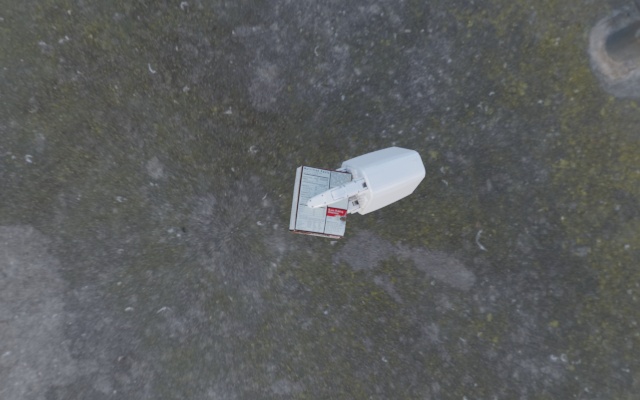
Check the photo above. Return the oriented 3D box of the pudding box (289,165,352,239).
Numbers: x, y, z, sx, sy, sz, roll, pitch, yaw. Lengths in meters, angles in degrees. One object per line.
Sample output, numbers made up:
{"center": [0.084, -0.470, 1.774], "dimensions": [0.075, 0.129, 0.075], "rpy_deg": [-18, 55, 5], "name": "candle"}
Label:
{"center": [0.000, 0.003, 0.798], "dimensions": [0.090, 0.113, 0.039], "rpy_deg": [9, -8, -15], "name": "pudding box"}
